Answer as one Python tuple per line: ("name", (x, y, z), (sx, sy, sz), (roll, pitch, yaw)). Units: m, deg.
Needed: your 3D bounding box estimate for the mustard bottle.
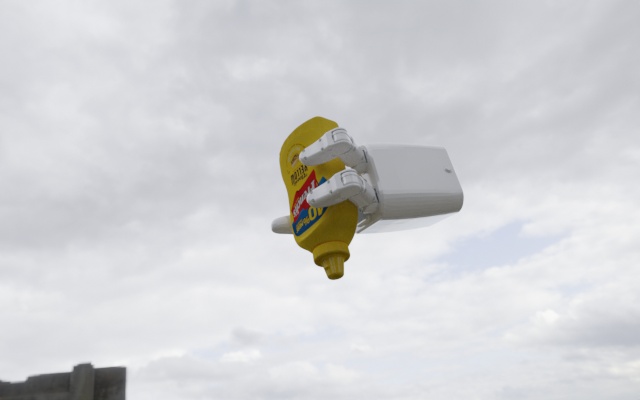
("mustard bottle", (0.000, 0.002, 0.557), (0.058, 0.191, 0.096), (14, -40, -36))
